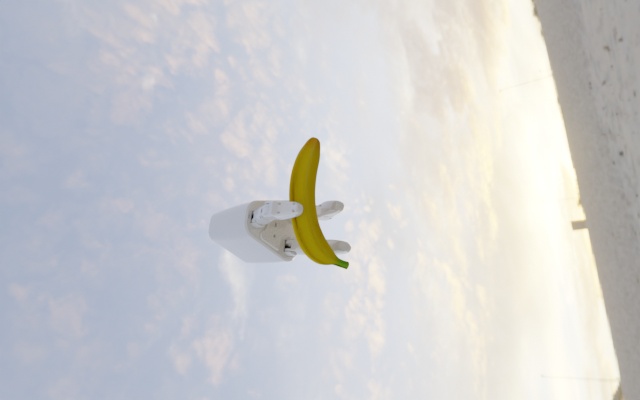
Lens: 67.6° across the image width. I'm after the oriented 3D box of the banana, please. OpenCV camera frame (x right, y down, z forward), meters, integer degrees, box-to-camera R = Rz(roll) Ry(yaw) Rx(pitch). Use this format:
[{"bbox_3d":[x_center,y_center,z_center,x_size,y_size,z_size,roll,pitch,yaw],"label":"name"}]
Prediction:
[{"bbox_3d":[-0.013,0.008,0.682,0.069,0.198,0.037,-11,-1,-38],"label":"banana"}]
